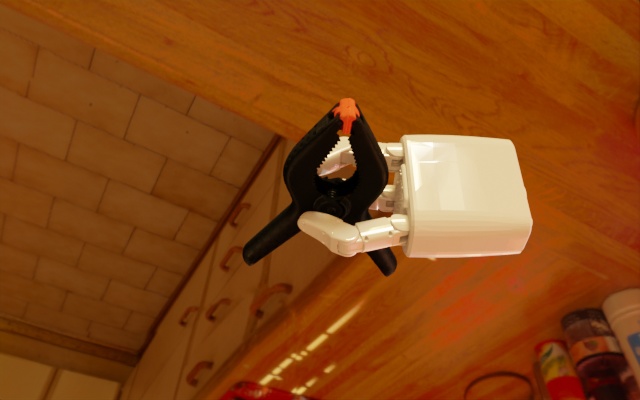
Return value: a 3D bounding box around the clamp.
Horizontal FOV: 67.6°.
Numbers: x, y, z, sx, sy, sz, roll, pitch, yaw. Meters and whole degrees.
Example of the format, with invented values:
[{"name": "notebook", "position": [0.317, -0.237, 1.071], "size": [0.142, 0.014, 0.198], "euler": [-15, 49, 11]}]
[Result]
[{"name": "clamp", "position": [0.000, 0.002, 0.451], "size": [0.164, 0.210, 0.036], "euler": [-1, 43, -1]}]
